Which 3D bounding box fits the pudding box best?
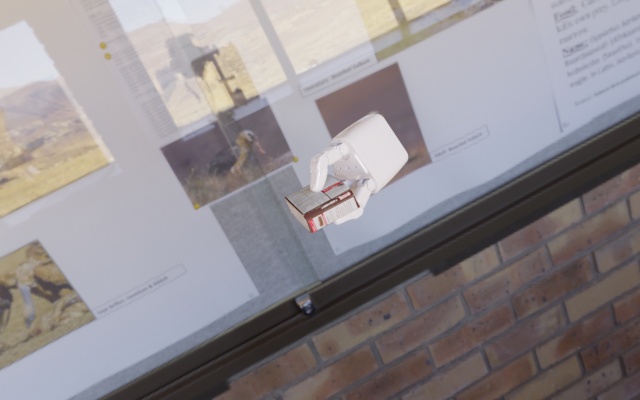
[{"bbox_3d":[0.000,0.002,0.774,0.090,0.039,0.113,-29,21,-9],"label":"pudding box"}]
